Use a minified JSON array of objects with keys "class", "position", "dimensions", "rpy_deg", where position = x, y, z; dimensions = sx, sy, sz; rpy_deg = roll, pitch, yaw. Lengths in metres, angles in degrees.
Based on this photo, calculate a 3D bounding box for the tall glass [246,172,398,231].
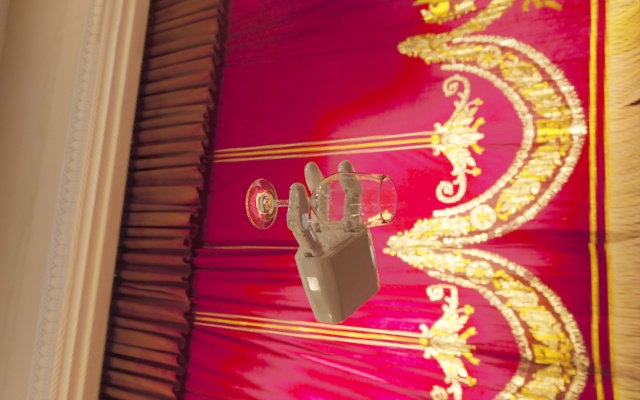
[{"class":"tall glass","position":[-0.001,0.002,0.649],"dimensions":[0.201,0.079,0.079],"rpy_deg":[-2,-1,31]}]
